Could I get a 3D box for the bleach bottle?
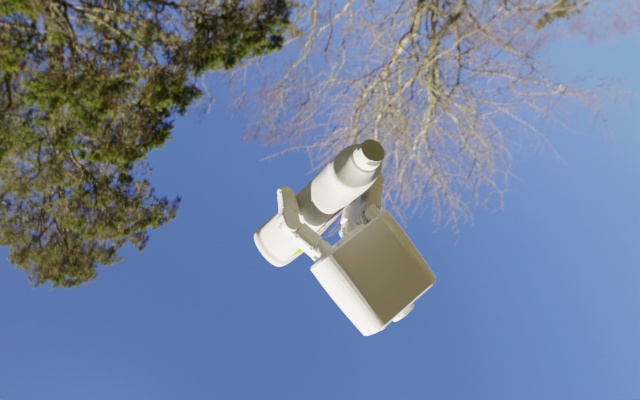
[{"bbox_3d":[0.000,0.002,0.606,0.102,0.068,0.251,-36,-5,-35],"label":"bleach bottle"}]
